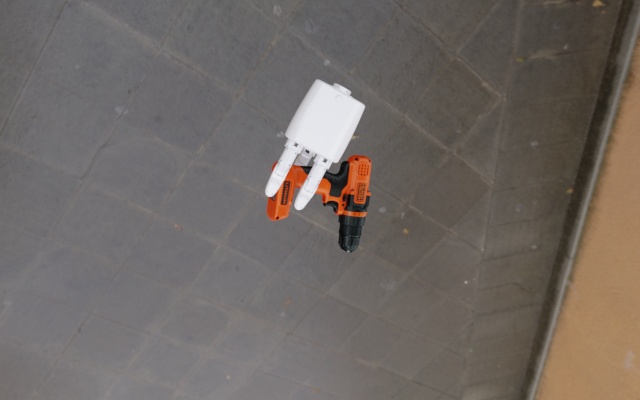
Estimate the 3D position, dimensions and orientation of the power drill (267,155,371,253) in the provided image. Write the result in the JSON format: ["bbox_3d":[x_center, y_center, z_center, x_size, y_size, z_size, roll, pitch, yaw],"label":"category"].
[{"bbox_3d":[0.000,0.003,0.867,0.187,0.184,0.057,4,7,-25],"label":"power drill"}]
